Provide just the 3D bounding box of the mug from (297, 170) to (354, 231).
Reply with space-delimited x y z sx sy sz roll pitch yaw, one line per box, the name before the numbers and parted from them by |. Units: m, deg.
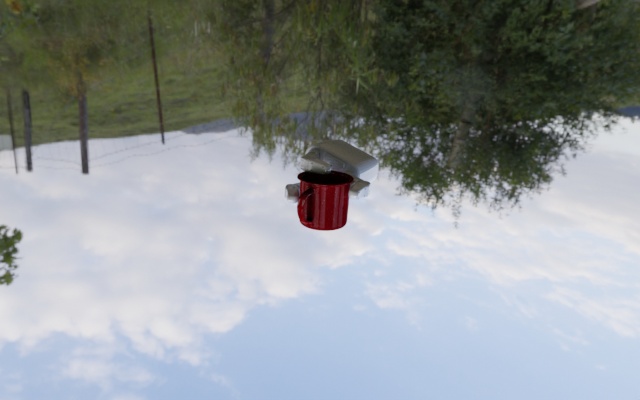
mug | -0.001 0.003 0.782 0.093 0.081 0.117 13 21 28
